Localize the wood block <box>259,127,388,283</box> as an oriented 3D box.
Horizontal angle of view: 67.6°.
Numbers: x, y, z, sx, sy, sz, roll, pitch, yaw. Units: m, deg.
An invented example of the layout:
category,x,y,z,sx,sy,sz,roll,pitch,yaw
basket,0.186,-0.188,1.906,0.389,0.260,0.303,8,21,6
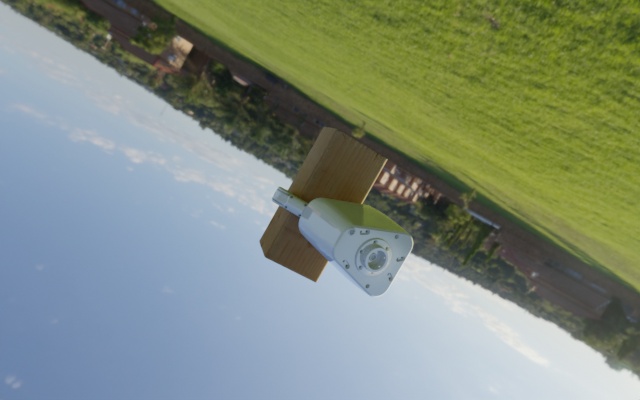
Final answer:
category,x,y,z,sx,sy,sz,roll,pitch,yaw
wood block,0.000,0.002,0.714,0.091,0.206,0.090,29,4,-16
